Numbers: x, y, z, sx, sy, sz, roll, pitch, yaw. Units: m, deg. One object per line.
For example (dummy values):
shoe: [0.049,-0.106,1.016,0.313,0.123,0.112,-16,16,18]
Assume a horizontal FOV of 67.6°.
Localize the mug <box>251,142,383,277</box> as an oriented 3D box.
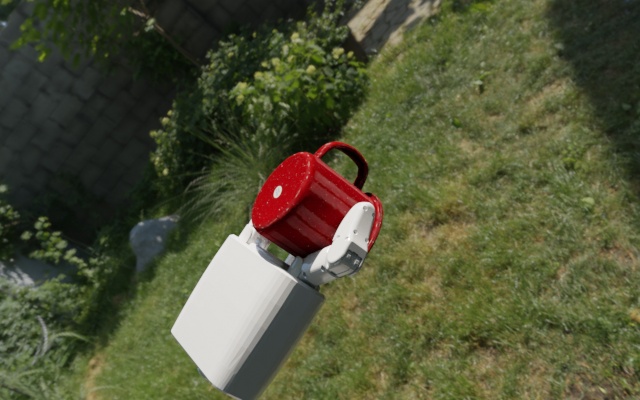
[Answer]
mug: [0.001,0.000,0.423,0.081,0.117,0.093,36,-9,-27]
